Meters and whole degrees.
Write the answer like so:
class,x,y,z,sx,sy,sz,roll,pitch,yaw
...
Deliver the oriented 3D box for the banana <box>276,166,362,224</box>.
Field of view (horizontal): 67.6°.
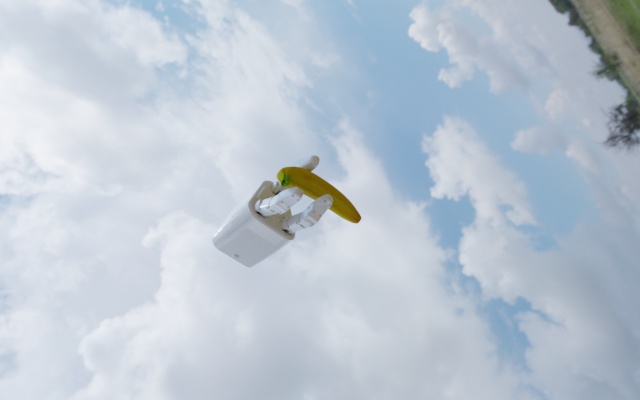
class,x,y,z,sx,sy,sz,roll,pitch,yaw
banana,-0.007,-0.013,0.772,0.037,0.069,0.198,-40,-40,24
